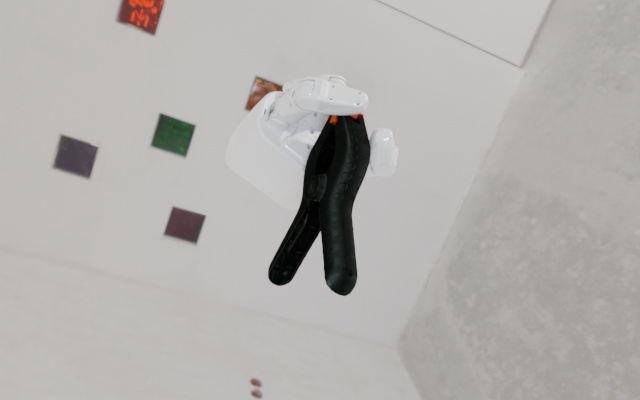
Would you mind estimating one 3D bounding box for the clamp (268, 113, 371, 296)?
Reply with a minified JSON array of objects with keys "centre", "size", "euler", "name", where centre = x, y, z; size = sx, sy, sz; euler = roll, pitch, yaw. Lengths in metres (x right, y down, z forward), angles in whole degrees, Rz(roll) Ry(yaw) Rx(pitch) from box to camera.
[{"centre":[0.000,0.001,0.418],"size":[0.039,0.171,0.120],"euler":[27,-27,-32],"name":"clamp"}]
